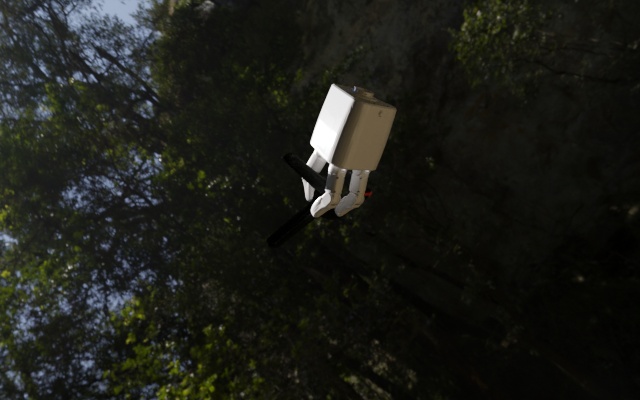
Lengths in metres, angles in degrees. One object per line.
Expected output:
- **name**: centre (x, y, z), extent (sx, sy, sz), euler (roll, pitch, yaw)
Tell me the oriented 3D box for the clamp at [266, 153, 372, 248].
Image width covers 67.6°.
- **clamp**: centre (0.000, 0.002, 0.811), extent (0.210, 0.165, 0.036), euler (0, 28, -42)
